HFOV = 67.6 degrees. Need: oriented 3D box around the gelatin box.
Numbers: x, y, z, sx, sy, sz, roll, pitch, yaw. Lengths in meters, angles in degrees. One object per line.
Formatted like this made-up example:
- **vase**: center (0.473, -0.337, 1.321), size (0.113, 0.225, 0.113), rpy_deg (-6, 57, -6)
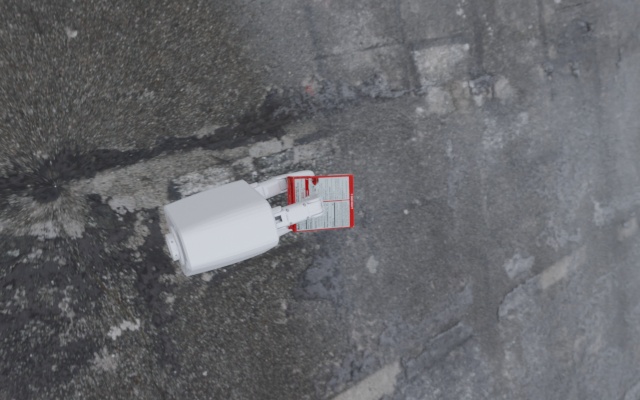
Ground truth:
- **gelatin box**: center (0.001, 0.002, 0.643), size (0.089, 0.073, 0.030), rpy_deg (-4, 6, -19)
